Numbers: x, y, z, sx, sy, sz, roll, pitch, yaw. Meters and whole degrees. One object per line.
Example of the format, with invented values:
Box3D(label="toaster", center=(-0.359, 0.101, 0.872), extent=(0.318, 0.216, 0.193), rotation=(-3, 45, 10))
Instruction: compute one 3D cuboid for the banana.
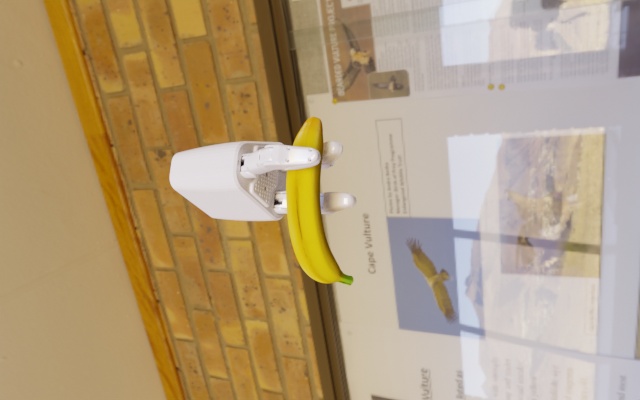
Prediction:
Box3D(label="banana", center=(-0.009, 0.009, 0.524), extent=(0.037, 0.198, 0.069), rotation=(-4, 10, 33))
